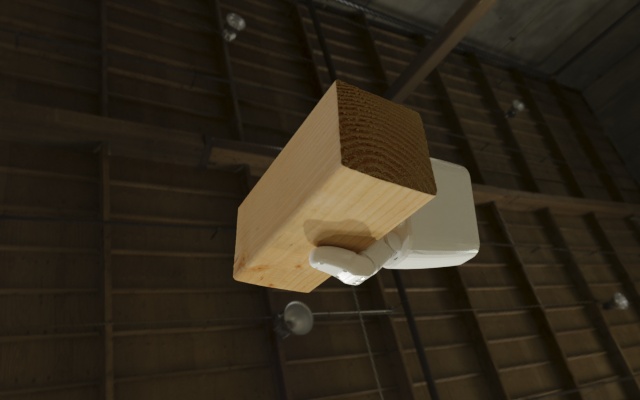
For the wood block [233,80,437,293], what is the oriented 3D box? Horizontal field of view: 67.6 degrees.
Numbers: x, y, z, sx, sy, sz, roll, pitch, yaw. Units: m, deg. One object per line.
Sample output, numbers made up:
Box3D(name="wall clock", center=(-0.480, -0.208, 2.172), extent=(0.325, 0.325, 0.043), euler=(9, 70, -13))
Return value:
Box3D(name="wood block", center=(0.000, 0.002, 0.445), extent=(0.090, 0.090, 0.206), euler=(16, -38, -26))
